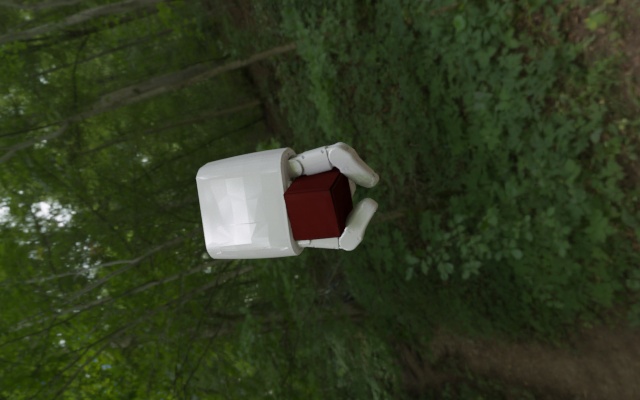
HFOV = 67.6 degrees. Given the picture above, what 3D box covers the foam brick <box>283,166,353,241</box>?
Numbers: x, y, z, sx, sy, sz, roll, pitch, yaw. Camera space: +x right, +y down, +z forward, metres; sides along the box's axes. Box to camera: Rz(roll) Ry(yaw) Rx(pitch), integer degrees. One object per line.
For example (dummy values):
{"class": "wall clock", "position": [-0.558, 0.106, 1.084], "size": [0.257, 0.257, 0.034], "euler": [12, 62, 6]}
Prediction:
{"class": "foam brick", "position": [0.000, 0.002, 0.499], "size": [0.051, 0.053, 0.078], "euler": [-6, 20, 16]}
